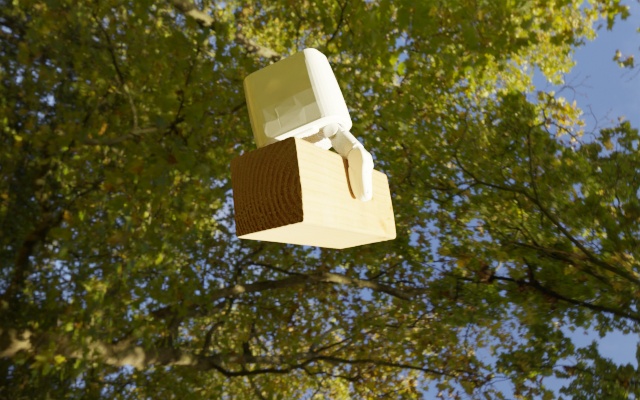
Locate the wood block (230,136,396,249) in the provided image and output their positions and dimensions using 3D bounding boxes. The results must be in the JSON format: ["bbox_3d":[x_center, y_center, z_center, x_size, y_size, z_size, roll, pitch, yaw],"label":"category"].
[{"bbox_3d":[0.000,0.001,0.566,0.091,0.090,0.206,-15,-16,31],"label":"wood block"}]
